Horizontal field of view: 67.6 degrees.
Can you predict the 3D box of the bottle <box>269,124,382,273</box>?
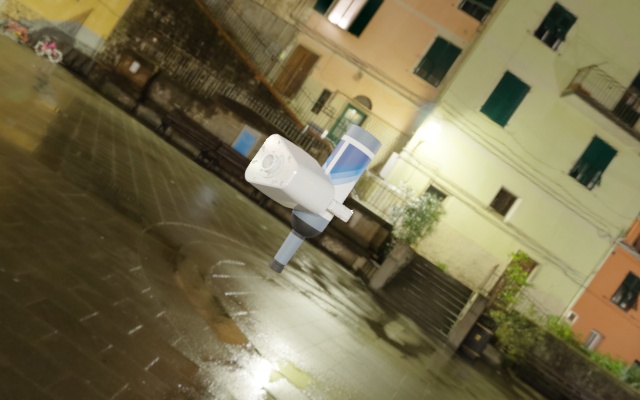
[{"bbox_3d":[0.000,0.003,0.859,0.069,0.295,0.069,34,1,0],"label":"bottle"}]
